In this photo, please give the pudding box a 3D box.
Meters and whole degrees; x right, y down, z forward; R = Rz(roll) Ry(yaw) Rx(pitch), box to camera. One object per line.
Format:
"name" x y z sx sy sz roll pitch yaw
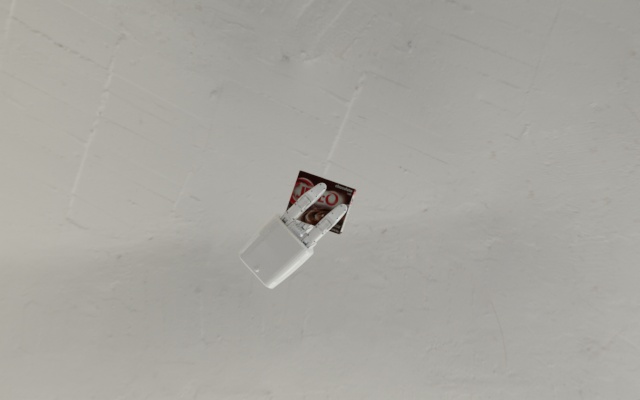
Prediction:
"pudding box" 0.000 0.003 0.892 0.113 0.090 0.039 19 3 6
